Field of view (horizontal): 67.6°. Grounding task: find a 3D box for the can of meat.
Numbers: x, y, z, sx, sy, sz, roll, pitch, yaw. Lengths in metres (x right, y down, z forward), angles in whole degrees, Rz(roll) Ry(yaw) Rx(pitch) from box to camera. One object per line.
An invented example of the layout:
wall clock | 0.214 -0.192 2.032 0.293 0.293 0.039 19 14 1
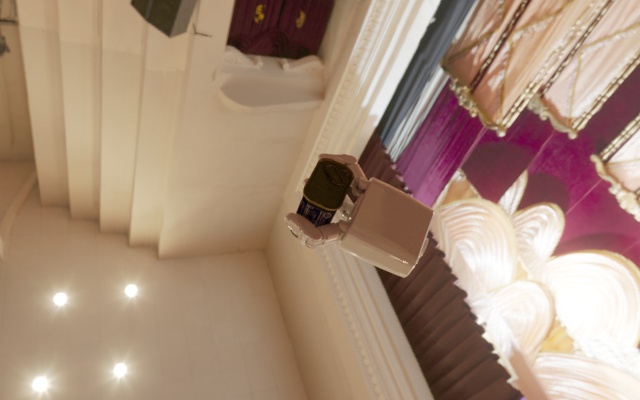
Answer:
can of meat | 0.000 0.003 0.695 0.057 0.084 0.102 25 43 0
